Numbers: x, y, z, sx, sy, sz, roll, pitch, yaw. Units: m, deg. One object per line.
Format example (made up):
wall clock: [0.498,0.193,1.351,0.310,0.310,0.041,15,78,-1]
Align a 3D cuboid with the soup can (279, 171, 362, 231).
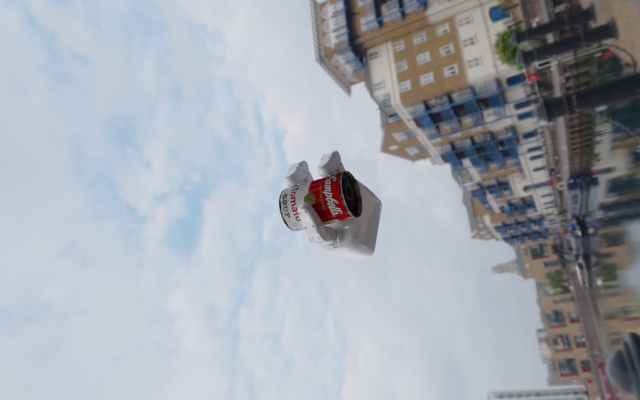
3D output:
soup can: [0.000,0.002,0.686,0.102,0.068,0.068,-14,-6,25]
